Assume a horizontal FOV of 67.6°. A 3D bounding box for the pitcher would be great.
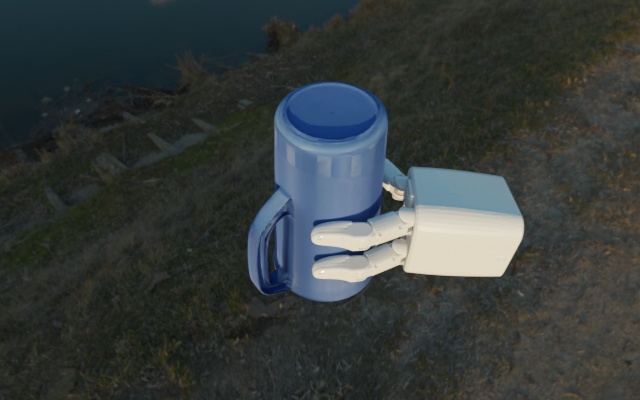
[{"bbox_3d":[0.000,0.002,0.528,0.145,0.149,0.243,6,-42,5],"label":"pitcher"}]
